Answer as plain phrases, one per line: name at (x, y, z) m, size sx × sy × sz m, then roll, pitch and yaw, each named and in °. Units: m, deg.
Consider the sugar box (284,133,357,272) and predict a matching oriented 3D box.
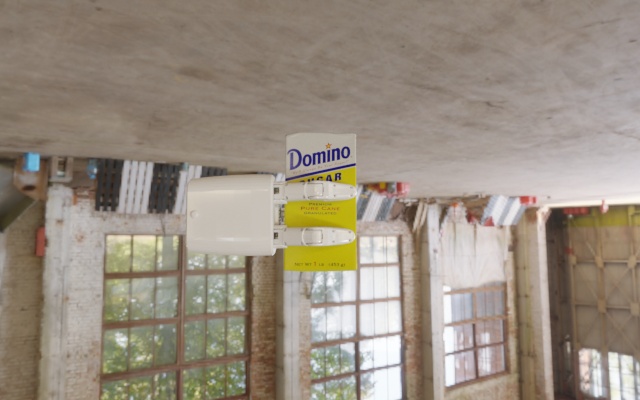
sugar box at (0.000, 0.002, 0.614) m, size 0.093 × 0.176 × 0.048 m, roll -1°, pitch -5°, yaw 0°
